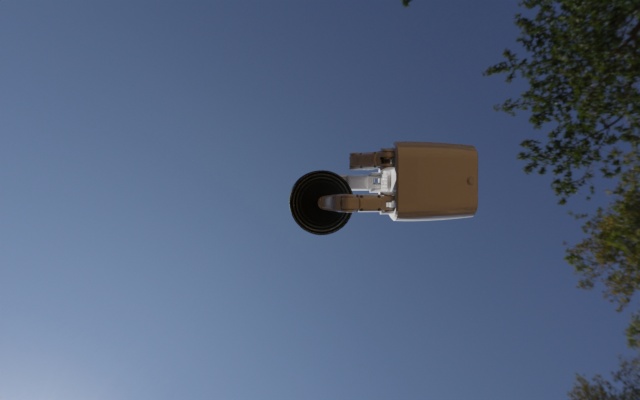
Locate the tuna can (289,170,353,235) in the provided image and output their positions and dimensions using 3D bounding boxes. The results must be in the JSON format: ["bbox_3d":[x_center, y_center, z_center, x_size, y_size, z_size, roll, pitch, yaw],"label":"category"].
[{"bbox_3d":[0.000,0.002,0.643,0.086,0.086,0.034,0,4,-8],"label":"tuna can"}]
